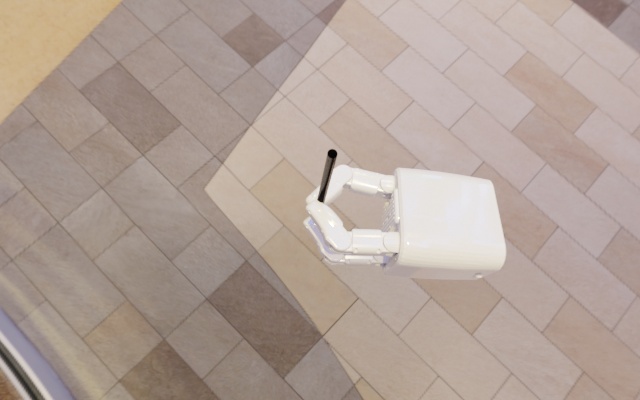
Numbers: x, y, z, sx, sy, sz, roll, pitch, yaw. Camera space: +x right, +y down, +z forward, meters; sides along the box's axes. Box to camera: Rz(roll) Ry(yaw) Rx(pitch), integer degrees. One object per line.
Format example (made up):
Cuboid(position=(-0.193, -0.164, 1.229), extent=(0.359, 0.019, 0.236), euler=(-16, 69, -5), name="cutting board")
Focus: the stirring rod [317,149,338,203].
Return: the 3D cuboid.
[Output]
Cuboid(position=(0.000, 0.002, 0.483), extent=(0.011, 0.011, 0.240), euler=(0, -18, -5), name="stirring rod")
